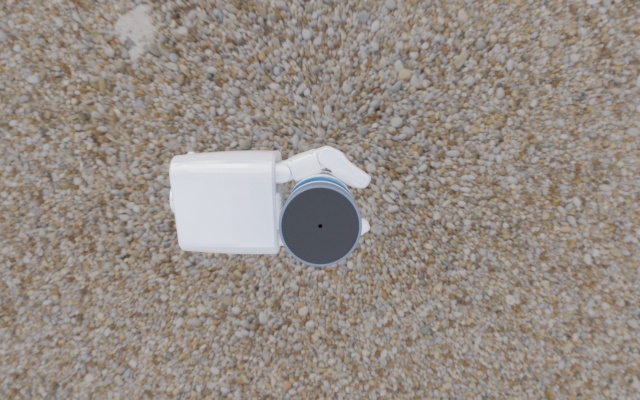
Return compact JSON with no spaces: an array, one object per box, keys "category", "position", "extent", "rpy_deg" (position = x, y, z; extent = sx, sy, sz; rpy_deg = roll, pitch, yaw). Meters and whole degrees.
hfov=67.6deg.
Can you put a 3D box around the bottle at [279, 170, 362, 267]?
[{"category":"bottle","position":[0.000,0.002,0.523],"extent":[0.069,0.069,0.295],"rpy_deg":[0,7,0]}]
